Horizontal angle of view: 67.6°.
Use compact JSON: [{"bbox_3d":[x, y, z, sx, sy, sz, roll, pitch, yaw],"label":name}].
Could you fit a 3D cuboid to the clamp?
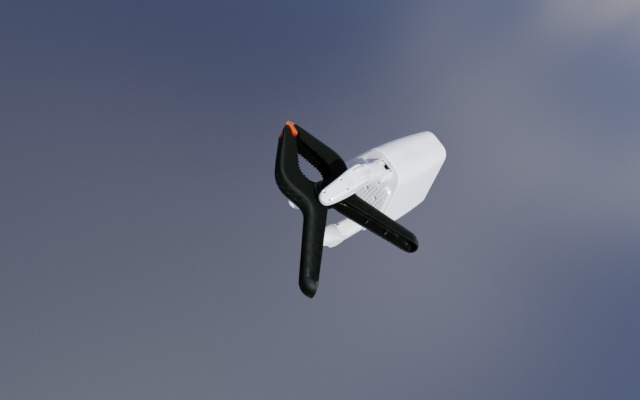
[{"bbox_3d":[0.000,0.001,0.545,0.164,0.210,0.036,-25,-17,-37],"label":"clamp"}]
